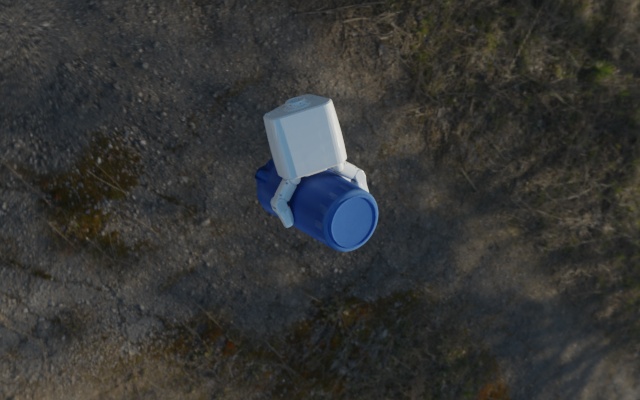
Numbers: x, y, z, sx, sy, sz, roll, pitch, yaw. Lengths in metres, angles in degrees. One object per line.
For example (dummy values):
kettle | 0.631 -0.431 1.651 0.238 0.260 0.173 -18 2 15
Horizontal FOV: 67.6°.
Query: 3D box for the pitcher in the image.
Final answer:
pitcher | 0.000 0.003 0.864 0.149 0.145 0.242 -26 29 -22
